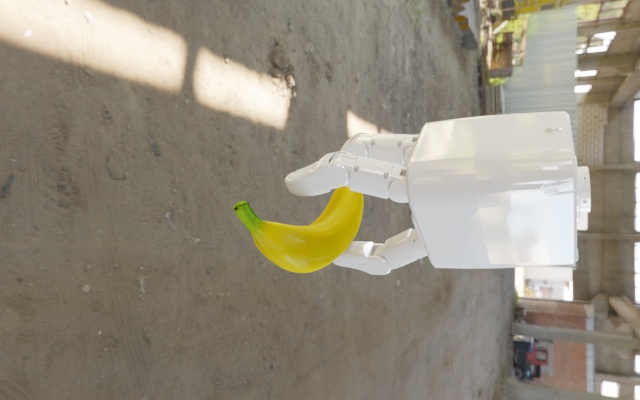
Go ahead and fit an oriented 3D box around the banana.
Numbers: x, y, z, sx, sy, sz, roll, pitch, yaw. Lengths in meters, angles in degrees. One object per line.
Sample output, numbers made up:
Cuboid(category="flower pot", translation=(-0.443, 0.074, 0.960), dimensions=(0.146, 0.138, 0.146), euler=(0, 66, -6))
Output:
Cuboid(category="banana", translation=(0.001, 0.020, 0.415), dimensions=(0.037, 0.069, 0.198), euler=(-7, 5, 27))
